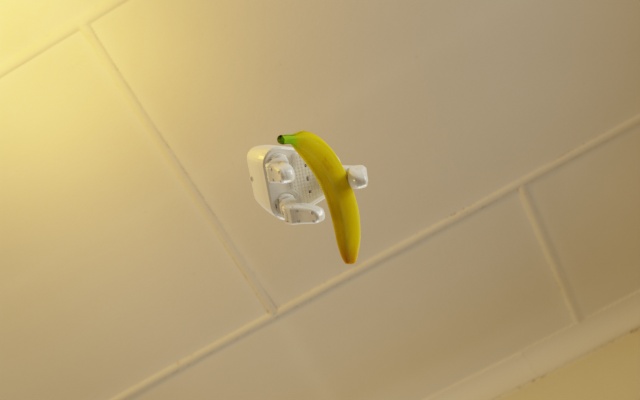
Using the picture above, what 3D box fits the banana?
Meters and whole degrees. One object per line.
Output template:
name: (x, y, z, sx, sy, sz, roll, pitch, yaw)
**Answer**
banana: (0.010, -0.012, 0.595, 0.037, 0.198, 0.069, 3, 40, 50)
